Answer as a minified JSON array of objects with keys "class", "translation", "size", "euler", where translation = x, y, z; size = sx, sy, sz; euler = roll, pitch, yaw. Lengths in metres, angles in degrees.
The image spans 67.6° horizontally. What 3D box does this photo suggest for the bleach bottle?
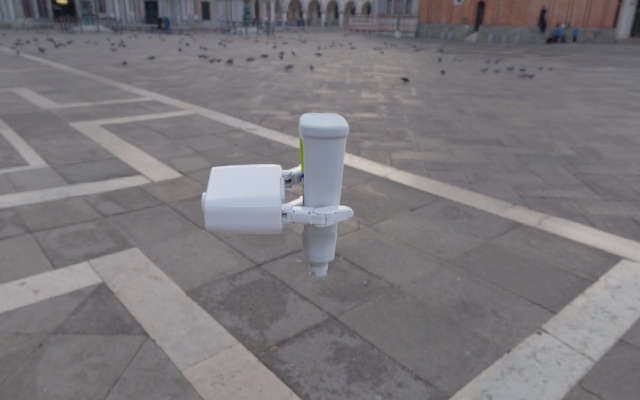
[{"class":"bleach bottle","translation":[0.000,0.002,0.713],"size":[0.068,0.251,0.102],"euler":[0,21,-5]}]
